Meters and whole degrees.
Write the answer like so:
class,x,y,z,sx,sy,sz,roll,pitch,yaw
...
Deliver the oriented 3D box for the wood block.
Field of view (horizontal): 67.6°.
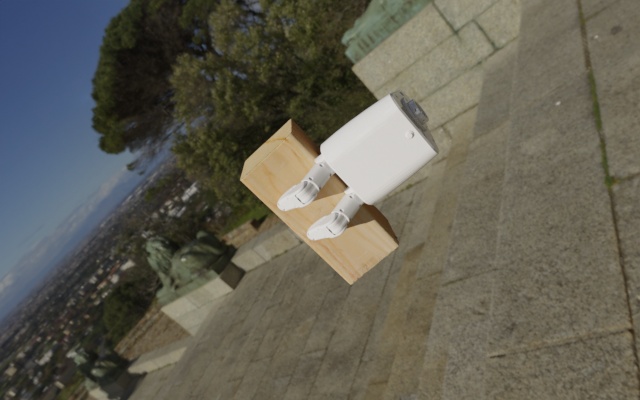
class,x,y,z,sx,sy,sz,roll,pitch,yaw
wood block,0.000,0.002,0.643,0.090,0.206,0.090,-41,18,11
